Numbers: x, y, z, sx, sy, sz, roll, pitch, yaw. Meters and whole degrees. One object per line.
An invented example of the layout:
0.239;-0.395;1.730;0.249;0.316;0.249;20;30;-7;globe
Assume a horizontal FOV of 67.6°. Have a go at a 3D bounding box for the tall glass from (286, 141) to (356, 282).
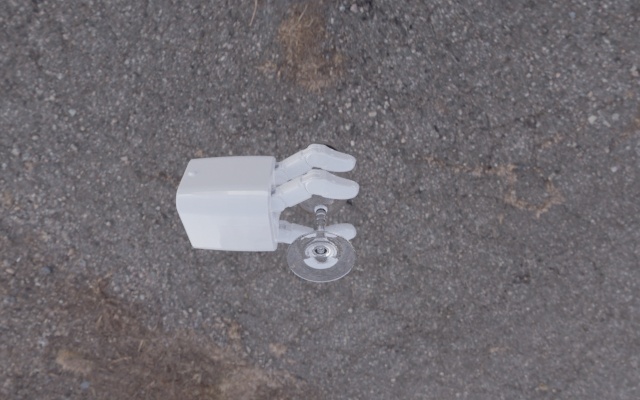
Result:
0.000;0.002;0.588;0.079;0.079;0.201;0;37;0;tall glass
